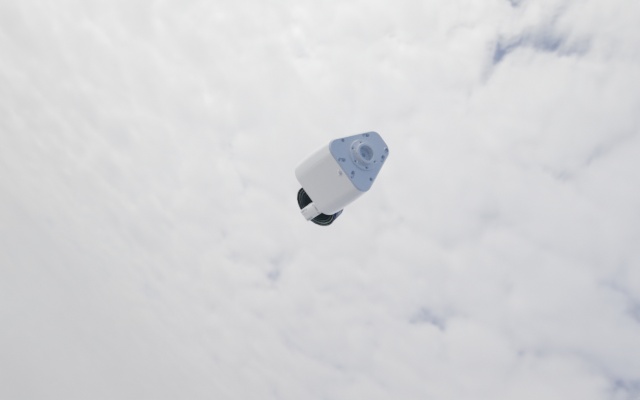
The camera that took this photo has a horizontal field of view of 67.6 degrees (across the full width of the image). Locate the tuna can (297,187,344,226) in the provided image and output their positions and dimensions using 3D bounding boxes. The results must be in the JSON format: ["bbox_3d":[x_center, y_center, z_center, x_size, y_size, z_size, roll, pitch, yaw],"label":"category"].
[{"bbox_3d":[0.000,0.003,0.872,0.086,0.086,0.033,0,32,43],"label":"tuna can"}]
